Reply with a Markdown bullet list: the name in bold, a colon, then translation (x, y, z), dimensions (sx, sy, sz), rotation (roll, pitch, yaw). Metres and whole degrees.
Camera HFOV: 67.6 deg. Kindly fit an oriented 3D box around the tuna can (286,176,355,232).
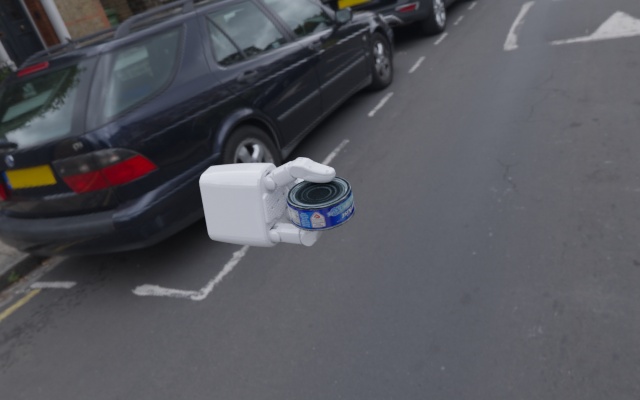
- **tuna can**: translation (0.000, 0.002, 0.610), dimensions (0.086, 0.034, 0.086), rotation (-8, 30, 5)
